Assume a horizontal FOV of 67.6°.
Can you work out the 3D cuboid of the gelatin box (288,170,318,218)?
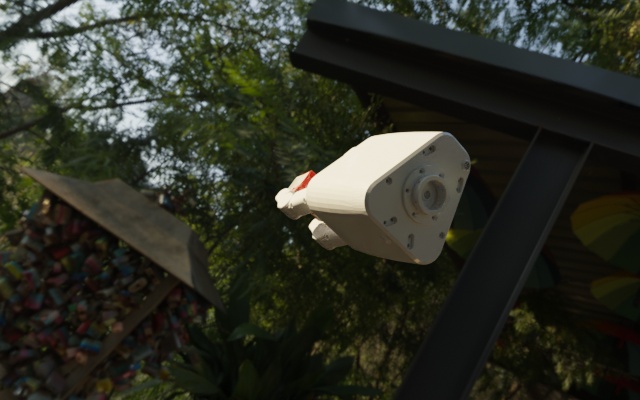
[{"bbox_3d":[0.000,0.001,0.562,0.073,0.030,0.089,39,-10,-9],"label":"gelatin box"}]
